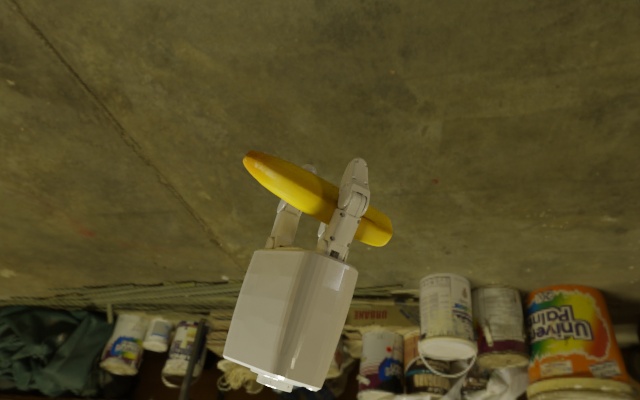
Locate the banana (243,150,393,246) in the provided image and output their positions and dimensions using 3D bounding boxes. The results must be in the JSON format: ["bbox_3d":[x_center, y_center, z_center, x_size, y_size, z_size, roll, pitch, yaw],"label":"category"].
[{"bbox_3d":[0.013,0.007,0.464,0.198,0.037,0.069,28,-4,-40],"label":"banana"}]
